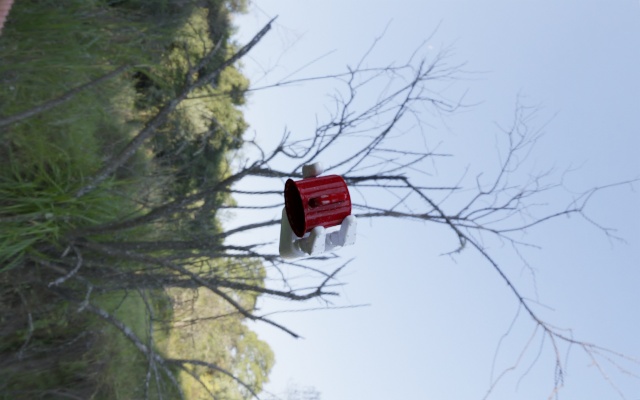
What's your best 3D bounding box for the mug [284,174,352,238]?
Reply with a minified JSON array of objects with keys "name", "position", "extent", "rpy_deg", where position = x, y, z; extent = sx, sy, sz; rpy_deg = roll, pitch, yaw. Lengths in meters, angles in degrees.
[{"name":"mug","position":[0.001,0.002,0.730],"extent":[0.081,0.093,0.117],"rpy_deg":[-11,-6,-21]}]
